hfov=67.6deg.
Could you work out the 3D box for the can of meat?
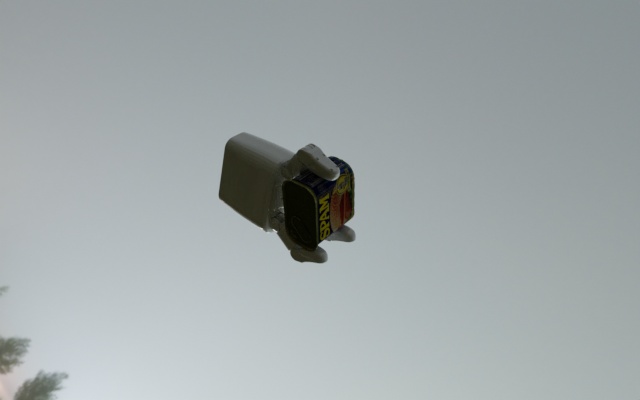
[{"bbox_3d":[0.000,0.002,0.631,0.057,0.102,0.084,26,44,32],"label":"can of meat"}]
